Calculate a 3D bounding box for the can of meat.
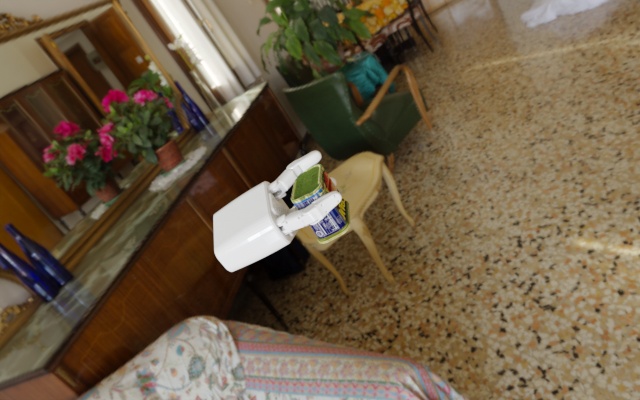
[{"bbox_3d":[0.000,0.002,0.740,0.057,0.084,0.102,-28,24,15],"label":"can of meat"}]
